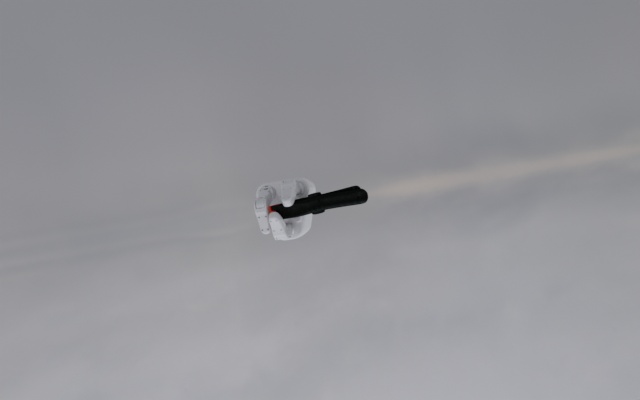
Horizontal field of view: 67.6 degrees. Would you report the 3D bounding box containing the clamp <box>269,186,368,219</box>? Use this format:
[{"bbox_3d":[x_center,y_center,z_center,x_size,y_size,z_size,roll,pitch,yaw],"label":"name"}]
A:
[{"bbox_3d":[0.000,0.003,0.827,0.171,0.039,0.120,-9,-1,9],"label":"clamp"}]
